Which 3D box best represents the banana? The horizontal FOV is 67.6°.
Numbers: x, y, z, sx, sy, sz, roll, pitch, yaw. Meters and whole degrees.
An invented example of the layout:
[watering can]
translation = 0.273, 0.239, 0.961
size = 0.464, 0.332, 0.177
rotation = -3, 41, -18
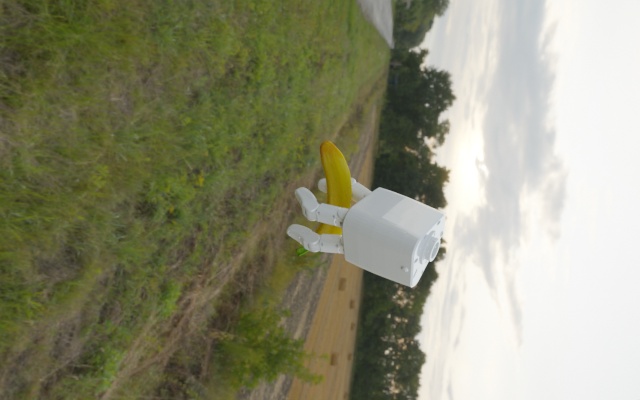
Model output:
[banana]
translation = 0.015, 0.004, 0.717
size = 0.069, 0.198, 0.037
rotation = -5, 32, -32
